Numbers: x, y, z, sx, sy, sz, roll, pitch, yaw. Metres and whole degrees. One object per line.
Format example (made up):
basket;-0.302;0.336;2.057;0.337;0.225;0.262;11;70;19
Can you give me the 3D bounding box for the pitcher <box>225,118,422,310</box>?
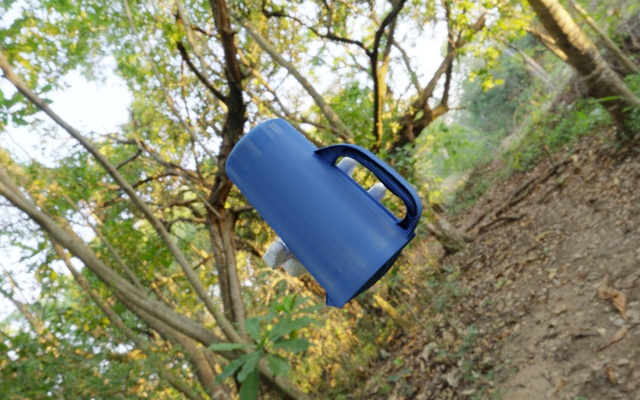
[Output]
pitcher;0.000;0.002;0.610;0.149;0.243;0.145;-40;-12;-19
